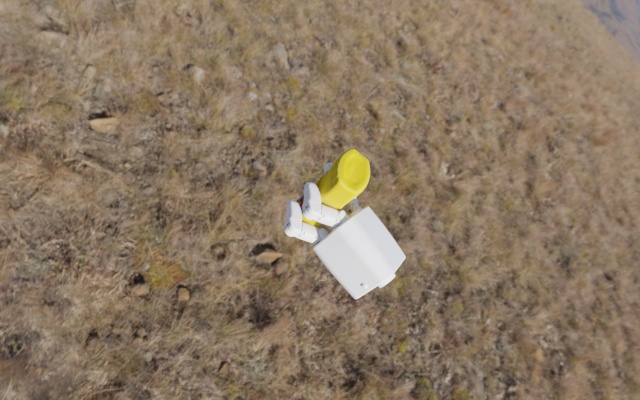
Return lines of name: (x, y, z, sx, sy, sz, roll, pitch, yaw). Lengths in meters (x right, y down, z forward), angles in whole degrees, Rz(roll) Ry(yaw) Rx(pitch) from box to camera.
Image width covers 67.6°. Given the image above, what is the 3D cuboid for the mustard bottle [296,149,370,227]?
mustard bottle: (0.000, 0.002, 0.777, 0.058, 0.096, 0.192, 35, -48, -13)
